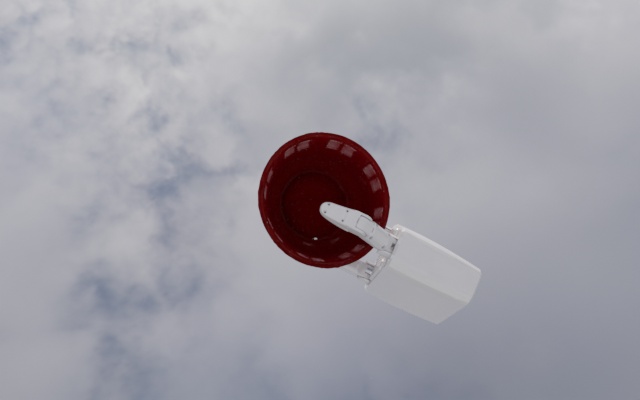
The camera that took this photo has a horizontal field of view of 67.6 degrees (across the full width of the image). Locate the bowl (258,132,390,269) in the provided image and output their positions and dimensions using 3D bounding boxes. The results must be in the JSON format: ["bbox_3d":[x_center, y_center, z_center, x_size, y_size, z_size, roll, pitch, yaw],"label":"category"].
[{"bbox_3d":[-0.001,0.001,0.582,0.162,0.162,0.055,0,-9,-17],"label":"bowl"}]
